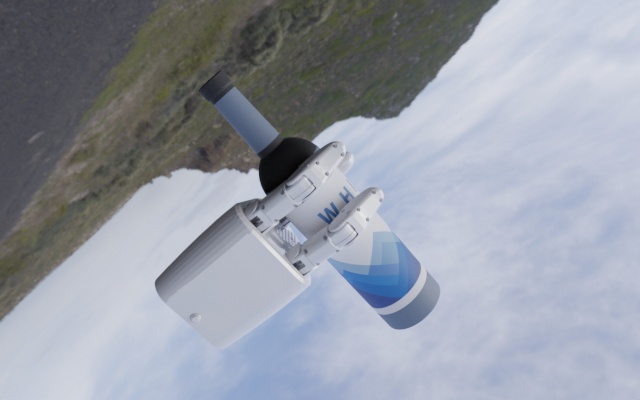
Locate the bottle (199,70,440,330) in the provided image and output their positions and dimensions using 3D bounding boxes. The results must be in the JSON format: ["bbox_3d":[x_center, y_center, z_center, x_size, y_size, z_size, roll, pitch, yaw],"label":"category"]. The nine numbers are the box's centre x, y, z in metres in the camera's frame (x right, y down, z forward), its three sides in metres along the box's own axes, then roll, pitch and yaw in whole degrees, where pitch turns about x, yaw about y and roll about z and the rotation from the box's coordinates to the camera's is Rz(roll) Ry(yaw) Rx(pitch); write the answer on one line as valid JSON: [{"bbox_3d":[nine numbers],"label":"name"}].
[{"bbox_3d":[0.000,0.002,0.450,0.069,0.296,0.069,-38,16,13],"label":"bottle"}]
